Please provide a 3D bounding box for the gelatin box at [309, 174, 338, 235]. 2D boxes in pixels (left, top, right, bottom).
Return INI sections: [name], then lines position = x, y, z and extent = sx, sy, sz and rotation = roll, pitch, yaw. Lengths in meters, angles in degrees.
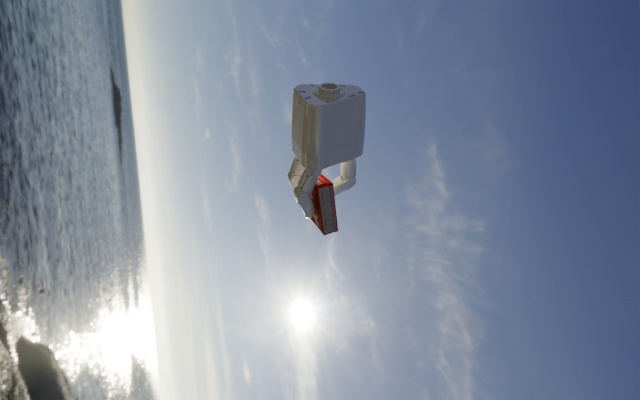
[gelatin box]
position = 0.001, 0.003, 0.799
extent = 0.030, 0.089, 0.073
rotation = -14, 24, -15
